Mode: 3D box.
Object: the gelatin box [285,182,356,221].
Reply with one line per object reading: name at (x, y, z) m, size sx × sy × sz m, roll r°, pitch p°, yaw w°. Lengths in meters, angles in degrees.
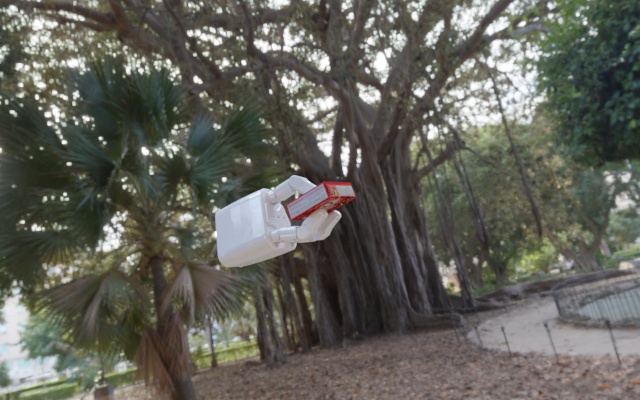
gelatin box at (0.000, 0.002, 0.759) m, size 0.089 × 0.030 × 0.073 m, roll -31°, pitch -18°, yaw 33°
